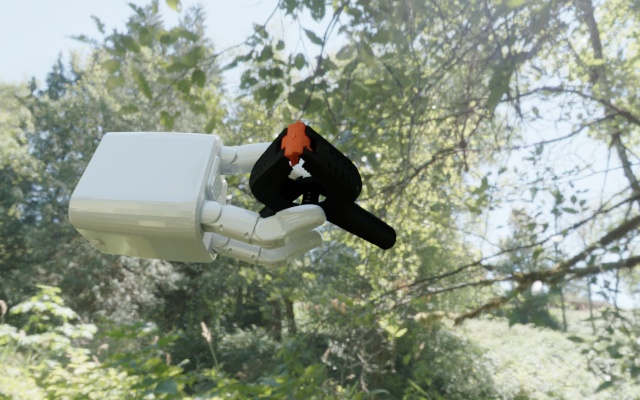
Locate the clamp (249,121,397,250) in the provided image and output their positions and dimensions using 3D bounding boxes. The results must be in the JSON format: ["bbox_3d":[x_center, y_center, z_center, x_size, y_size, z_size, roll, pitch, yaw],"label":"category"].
[{"bbox_3d":[0.000,0.000,0.432,0.164,0.036,0.210,3,-26,-1],"label":"clamp"}]
